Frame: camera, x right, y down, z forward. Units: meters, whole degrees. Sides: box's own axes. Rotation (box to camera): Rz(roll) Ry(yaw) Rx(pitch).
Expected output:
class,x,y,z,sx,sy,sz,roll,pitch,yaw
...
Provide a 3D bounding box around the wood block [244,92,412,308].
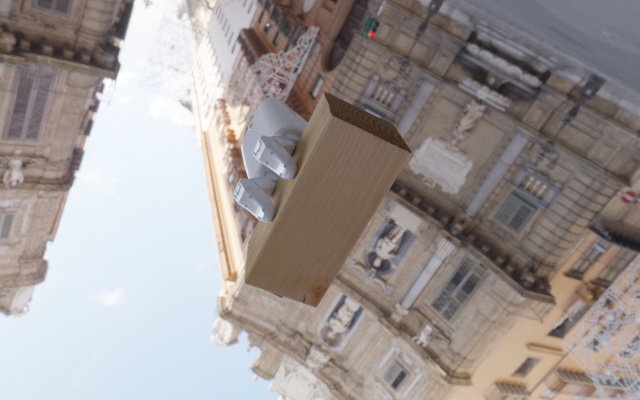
class,x,y,z,sx,sy,sz,roll,pitch,yaw
wood block,0.000,0.002,0.523,0.091,0.206,0.090,22,23,-16
